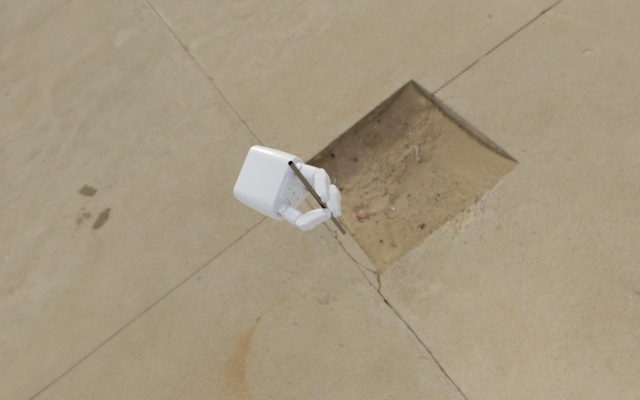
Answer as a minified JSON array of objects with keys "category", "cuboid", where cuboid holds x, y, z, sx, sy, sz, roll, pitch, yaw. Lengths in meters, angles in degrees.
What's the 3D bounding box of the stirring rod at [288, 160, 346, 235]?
[{"category":"stirring rod","cuboid":[0.000,0.003,0.789,0.011,0.011,0.240,0,-28,25]}]
